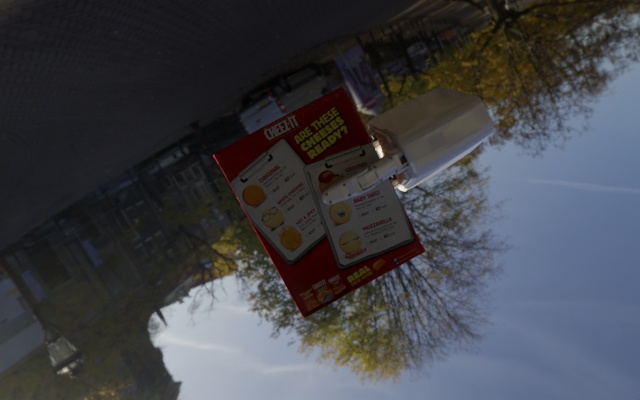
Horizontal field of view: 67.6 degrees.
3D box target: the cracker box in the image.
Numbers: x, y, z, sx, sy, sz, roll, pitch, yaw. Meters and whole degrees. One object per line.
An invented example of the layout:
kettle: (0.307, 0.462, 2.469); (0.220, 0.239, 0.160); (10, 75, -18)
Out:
cracker box: (0.000, 0.002, 0.563); (0.164, 0.214, 0.072); (-28, 8, -4)
